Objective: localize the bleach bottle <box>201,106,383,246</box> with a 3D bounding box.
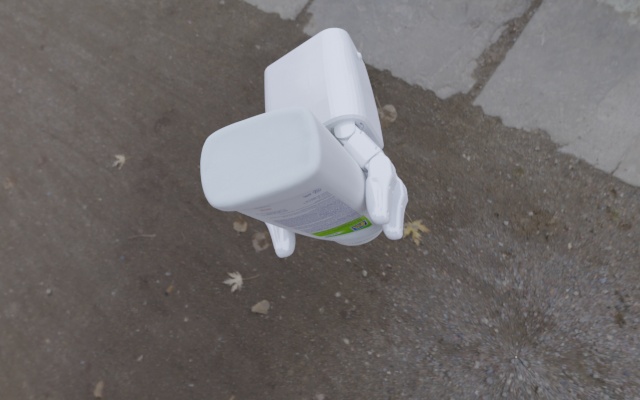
[{"bbox_3d":[0.000,0.001,0.455,0.102,0.068,0.251,-16,-22,17],"label":"bleach bottle"}]
